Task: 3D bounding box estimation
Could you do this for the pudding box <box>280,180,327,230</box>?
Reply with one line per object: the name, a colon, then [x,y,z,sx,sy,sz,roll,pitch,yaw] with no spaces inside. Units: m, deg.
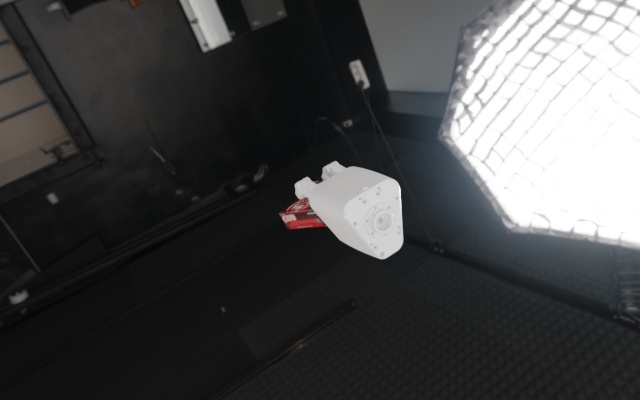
pudding box: [0.000,0.003,0.795,0.090,0.039,0.113,-7,25,41]
